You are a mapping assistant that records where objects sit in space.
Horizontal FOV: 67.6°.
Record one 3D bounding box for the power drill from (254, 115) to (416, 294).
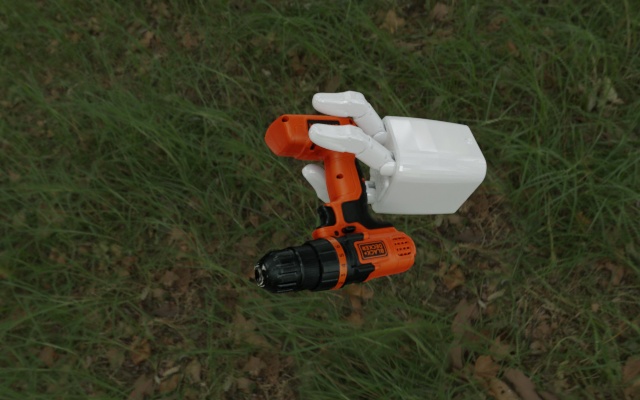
[{"bbox_3d":[0.000,0.001,0.505,0.184,0.187,0.057,-3,-22,-34],"label":"power drill"}]
